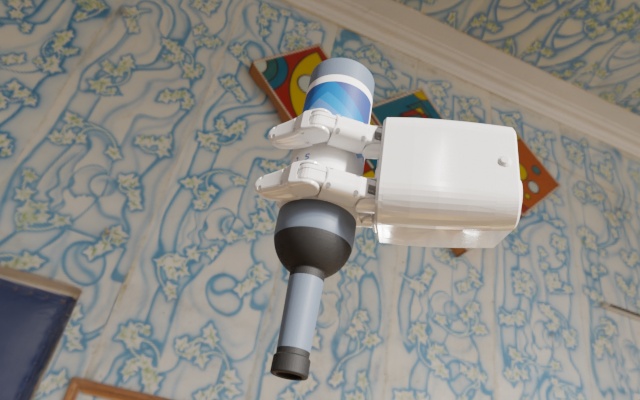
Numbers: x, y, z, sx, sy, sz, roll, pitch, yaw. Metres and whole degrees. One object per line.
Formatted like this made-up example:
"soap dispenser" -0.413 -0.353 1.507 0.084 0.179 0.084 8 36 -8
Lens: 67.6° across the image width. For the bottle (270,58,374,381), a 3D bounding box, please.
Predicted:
"bottle" 0.000 0.001 0.415 0.069 0.295 0.069 7 -32 5
